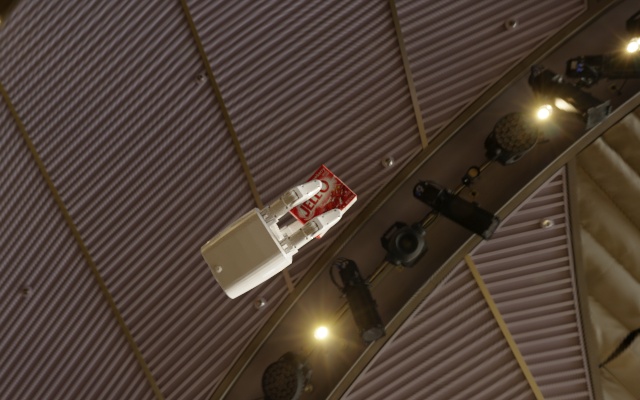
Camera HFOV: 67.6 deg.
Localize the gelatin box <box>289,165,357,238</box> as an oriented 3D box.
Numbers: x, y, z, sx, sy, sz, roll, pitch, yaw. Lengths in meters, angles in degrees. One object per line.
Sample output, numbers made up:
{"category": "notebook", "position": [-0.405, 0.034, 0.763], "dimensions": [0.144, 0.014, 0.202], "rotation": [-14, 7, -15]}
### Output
{"category": "gelatin box", "position": [0.000, 0.002, 0.737], "dimensions": [0.073, 0.089, 0.030], "rotation": [43, -6, 10]}
